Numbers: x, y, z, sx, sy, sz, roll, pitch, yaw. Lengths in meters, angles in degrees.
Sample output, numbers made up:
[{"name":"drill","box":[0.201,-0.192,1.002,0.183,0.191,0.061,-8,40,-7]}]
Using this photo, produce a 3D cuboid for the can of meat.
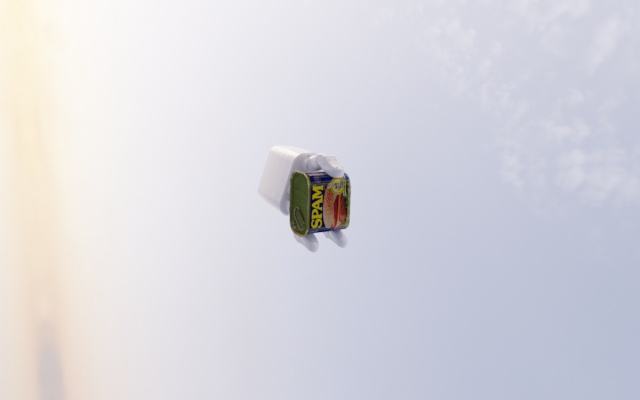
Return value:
[{"name":"can of meat","box":[0.000,0.002,0.768,0.084,0.102,0.057,-5,14,-32]}]
